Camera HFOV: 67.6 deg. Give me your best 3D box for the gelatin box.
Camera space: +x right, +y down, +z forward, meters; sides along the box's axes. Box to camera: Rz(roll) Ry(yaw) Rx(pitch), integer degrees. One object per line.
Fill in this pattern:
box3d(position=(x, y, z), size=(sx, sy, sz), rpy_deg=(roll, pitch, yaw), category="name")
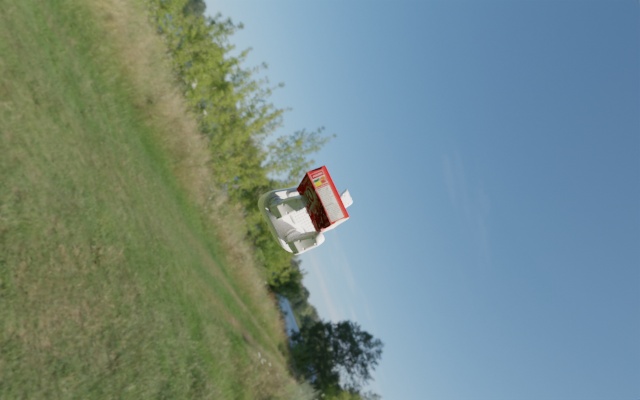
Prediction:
box3d(position=(0.001, 0.002, 0.626), size=(0.030, 0.073, 0.089), rpy_deg=(-23, -6, -16), category="gelatin box")
